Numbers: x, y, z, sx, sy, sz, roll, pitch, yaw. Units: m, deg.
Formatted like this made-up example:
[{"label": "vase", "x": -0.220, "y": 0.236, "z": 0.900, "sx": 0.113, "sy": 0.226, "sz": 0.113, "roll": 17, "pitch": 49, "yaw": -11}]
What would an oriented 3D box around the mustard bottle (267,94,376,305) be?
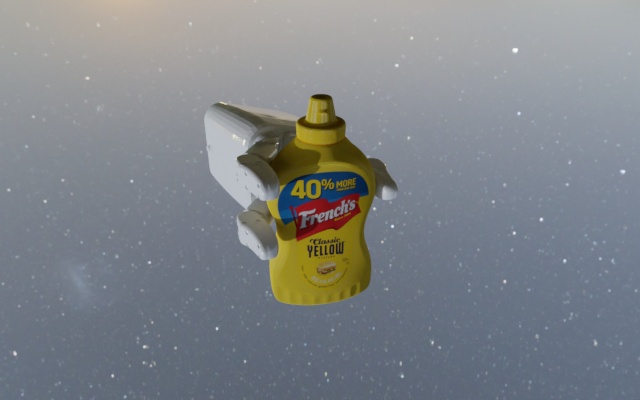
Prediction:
[{"label": "mustard bottle", "x": 0.000, "y": 0.002, "z": 0.425, "sx": 0.096, "sy": 0.192, "sz": 0.058, "roll": -5, "pitch": 28, "yaw": -10}]
